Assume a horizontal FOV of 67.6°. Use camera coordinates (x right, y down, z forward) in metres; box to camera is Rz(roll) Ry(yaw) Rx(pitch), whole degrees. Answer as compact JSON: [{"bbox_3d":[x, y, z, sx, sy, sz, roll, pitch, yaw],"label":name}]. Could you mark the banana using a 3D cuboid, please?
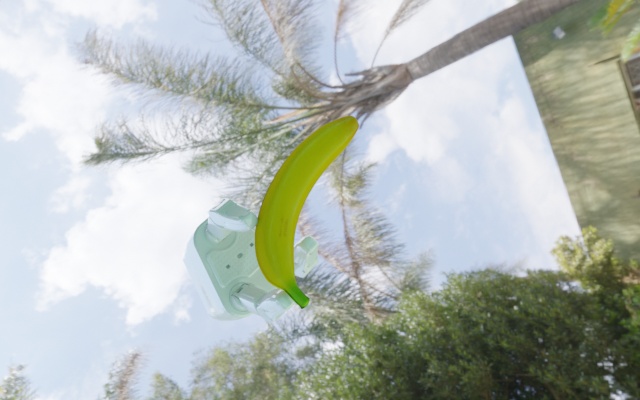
[{"bbox_3d":[-0.019,0.000,0.456,0.069,0.197,0.037,16,-19,2],"label":"banana"}]
